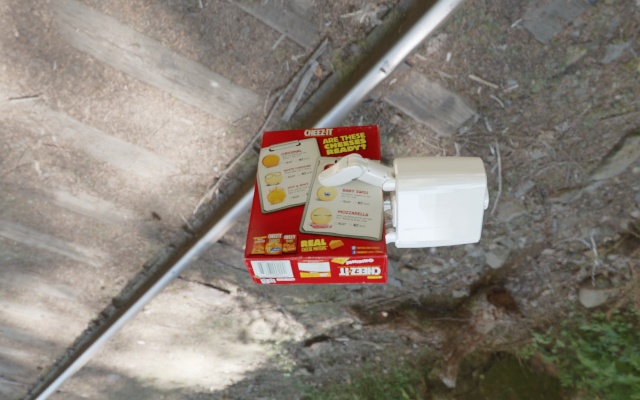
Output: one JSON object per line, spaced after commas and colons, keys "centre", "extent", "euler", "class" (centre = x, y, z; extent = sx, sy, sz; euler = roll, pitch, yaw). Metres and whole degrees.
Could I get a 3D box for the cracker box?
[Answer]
{"centre": [0.000, 0.002, 0.617], "extent": [0.164, 0.213, 0.072], "euler": [-2, -40, 5], "class": "cracker box"}
